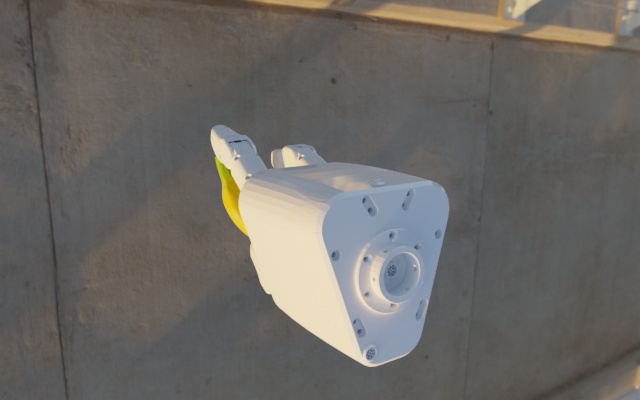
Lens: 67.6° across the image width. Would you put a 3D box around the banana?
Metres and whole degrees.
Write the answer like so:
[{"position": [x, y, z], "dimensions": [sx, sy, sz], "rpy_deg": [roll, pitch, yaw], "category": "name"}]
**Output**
[{"position": [-0.008, 0.018, 0.437], "dimensions": [0.198, 0.069, 0.037], "rpy_deg": [18, -4, -30], "category": "banana"}]
